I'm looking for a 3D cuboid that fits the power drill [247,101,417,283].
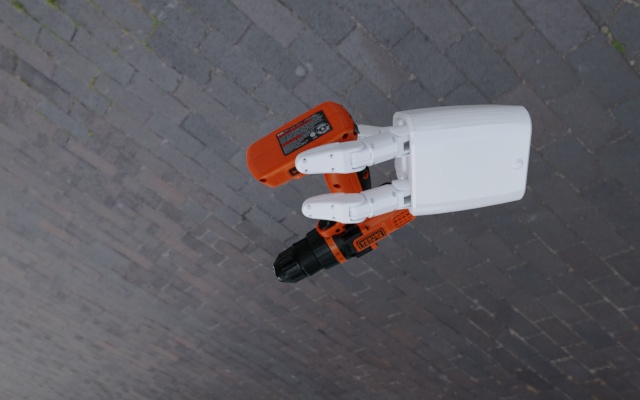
[{"bbox_3d":[0.000,0.001,0.503,0.184,0.057,0.188,-31,-43,3],"label":"power drill"}]
